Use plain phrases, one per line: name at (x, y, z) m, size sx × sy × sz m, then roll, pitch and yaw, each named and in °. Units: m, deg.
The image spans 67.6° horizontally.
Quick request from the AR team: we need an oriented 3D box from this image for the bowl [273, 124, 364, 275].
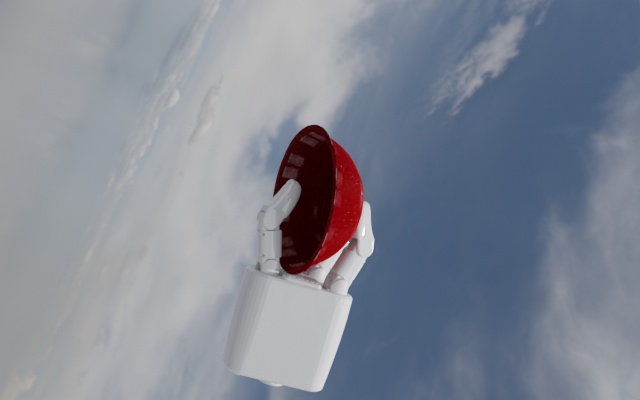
bowl at (0.001, 0.001, 0.521) m, size 0.055 × 0.162 × 0.162 m, roll 8°, pitch -4°, yaw -26°
